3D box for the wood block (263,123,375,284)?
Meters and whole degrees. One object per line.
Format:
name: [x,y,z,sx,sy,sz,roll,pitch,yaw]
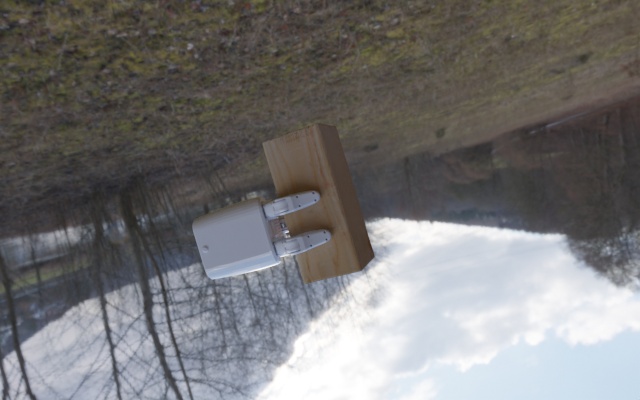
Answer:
wood block: [0.000,0.002,0.691,0.090,0.206,0.091,-16,1,19]
